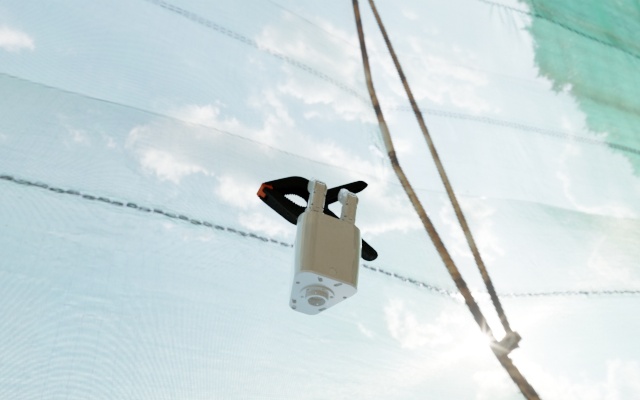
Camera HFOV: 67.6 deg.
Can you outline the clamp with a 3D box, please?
[{"bbox_3d":[-0.001,0.003,0.782,0.210,0.164,0.036,21,-46,-16],"label":"clamp"}]
